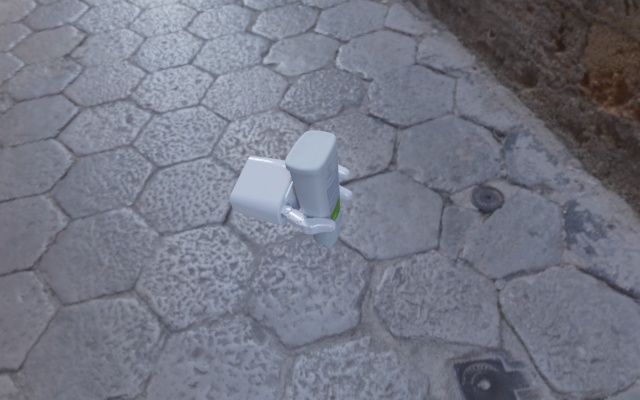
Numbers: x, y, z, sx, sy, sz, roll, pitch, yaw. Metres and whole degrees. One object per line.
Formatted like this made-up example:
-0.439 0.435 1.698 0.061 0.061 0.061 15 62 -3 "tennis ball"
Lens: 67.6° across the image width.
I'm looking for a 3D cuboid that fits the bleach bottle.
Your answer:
0.000 0.003 0.851 0.068 0.251 0.102 12 49 20 "bleach bottle"
